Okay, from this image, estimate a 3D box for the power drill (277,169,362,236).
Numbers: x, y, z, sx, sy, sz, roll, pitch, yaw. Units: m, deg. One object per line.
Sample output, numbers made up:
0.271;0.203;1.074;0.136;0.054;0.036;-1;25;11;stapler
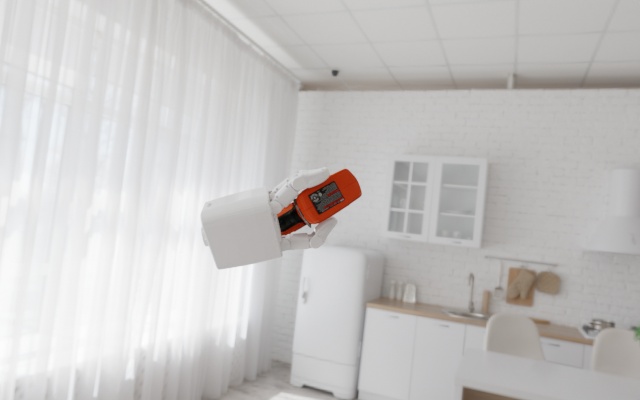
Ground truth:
0.000;0.003;0.820;0.184;0.057;0.188;-32;-1;-21;power drill
